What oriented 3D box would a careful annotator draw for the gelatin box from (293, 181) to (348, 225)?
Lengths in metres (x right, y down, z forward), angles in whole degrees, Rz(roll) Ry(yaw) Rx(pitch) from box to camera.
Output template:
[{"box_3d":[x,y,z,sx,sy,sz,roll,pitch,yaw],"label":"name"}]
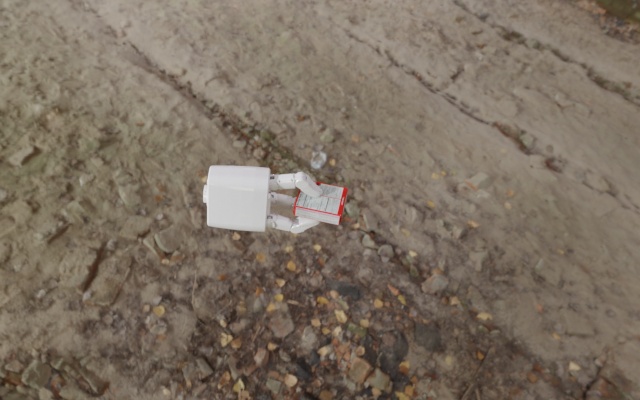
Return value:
[{"box_3d":[0.001,0.003,0.876,0.089,0.073,0.030,11,-44,5],"label":"gelatin box"}]
